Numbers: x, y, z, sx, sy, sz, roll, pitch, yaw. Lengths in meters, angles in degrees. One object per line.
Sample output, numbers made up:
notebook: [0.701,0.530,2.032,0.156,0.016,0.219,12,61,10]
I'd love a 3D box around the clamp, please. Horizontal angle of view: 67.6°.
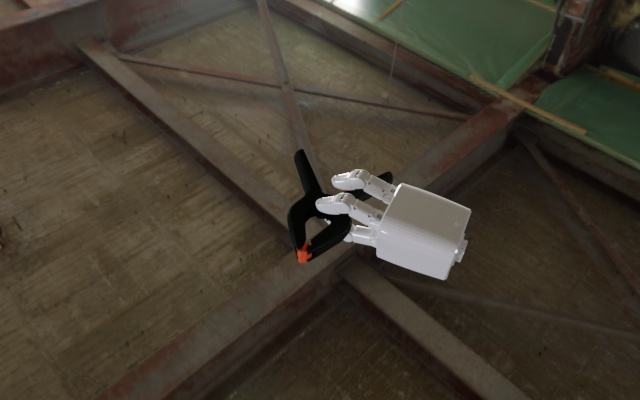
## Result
clamp: [0.000,0.003,0.720,0.164,0.036,0.210,20,50,16]
